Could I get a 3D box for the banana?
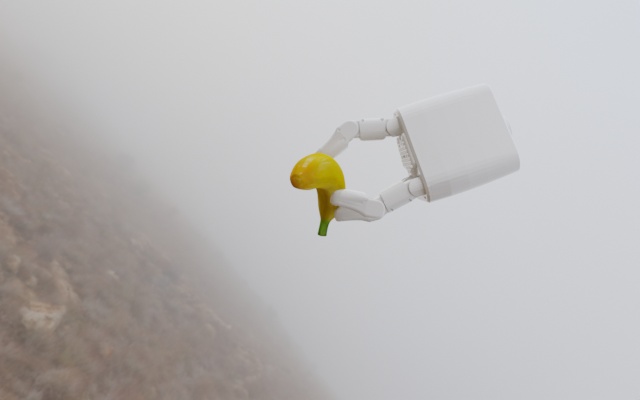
[{"bbox_3d":[0.004,-0.015,0.537,0.037,0.069,0.198,6,-18,12],"label":"banana"}]
